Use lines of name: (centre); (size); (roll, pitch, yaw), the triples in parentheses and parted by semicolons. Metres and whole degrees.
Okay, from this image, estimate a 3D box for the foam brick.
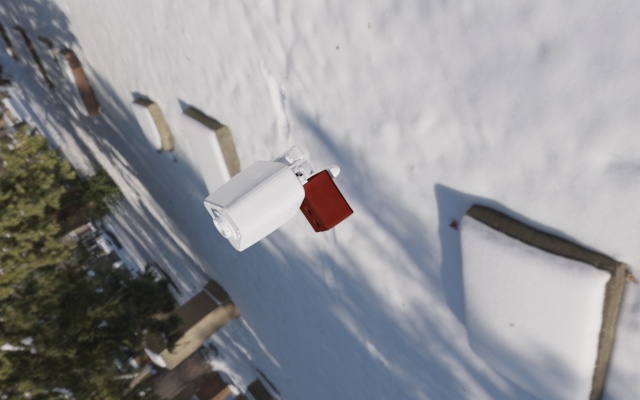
foam brick: (0.000, 0.002, 0.707); (0.051, 0.078, 0.053); (-37, 8, -23)
